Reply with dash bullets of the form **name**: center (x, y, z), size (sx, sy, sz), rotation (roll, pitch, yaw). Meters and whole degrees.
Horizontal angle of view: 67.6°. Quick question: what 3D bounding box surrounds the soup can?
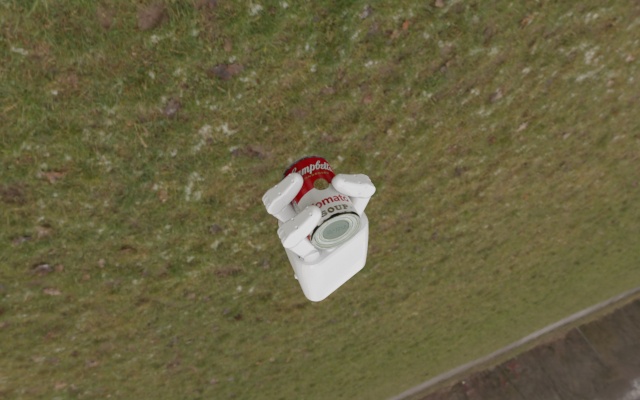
- **soup can**: center (0.000, 0.002, 0.596), size (0.068, 0.102, 0.069), rotation (-18, -37, -14)
